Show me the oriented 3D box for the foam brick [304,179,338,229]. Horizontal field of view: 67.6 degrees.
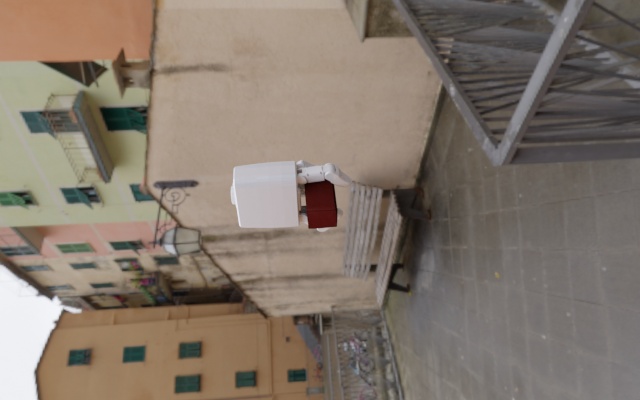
[{"bbox_3d":[0.000,0.003,0.819,0.051,0.078,0.053,-5,-38,-2],"label":"foam brick"}]
